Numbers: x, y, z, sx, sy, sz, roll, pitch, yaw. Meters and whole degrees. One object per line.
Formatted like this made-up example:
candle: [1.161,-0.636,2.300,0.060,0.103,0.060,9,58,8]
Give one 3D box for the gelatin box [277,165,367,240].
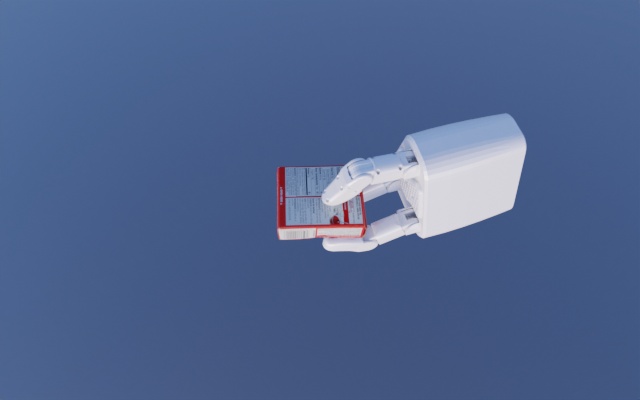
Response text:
gelatin box: [0.000,0.001,0.491,0.089,0.073,0.030,-1,-29,-4]
